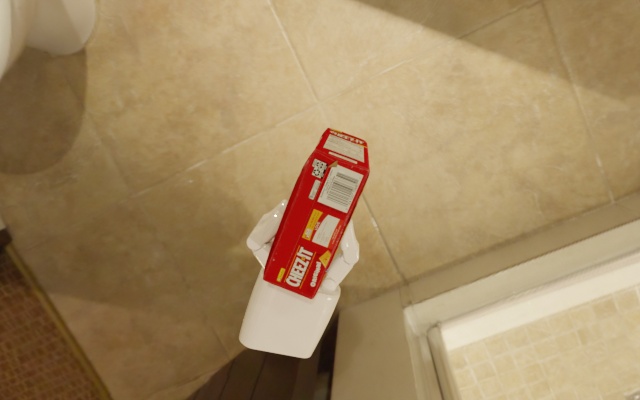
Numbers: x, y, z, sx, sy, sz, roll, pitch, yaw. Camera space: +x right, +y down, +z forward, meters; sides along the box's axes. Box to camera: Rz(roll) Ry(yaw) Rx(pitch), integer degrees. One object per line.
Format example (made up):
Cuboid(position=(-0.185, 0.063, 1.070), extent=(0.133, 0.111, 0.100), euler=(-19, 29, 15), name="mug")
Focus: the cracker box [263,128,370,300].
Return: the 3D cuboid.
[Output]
Cuboid(position=(0.000, 0.002, 0.612), extent=(0.072, 0.164, 0.213), euler=(22, 16, -2), name="cracker box")
